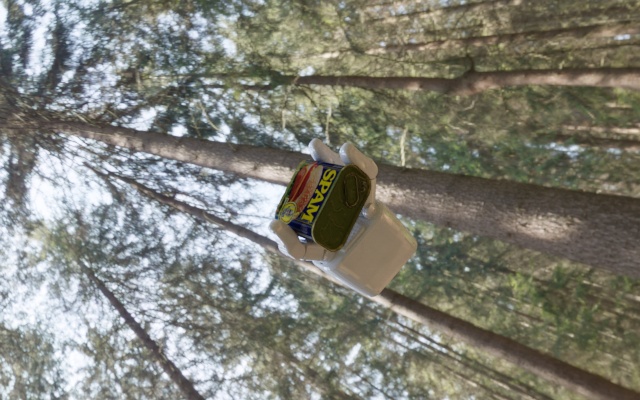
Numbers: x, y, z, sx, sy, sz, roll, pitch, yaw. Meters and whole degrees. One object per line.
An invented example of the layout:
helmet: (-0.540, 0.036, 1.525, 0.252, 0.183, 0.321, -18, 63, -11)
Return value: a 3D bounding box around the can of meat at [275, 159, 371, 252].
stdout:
can of meat: (0.000, 0.002, 0.581, 0.084, 0.102, 0.057, 16, -15, 48)
